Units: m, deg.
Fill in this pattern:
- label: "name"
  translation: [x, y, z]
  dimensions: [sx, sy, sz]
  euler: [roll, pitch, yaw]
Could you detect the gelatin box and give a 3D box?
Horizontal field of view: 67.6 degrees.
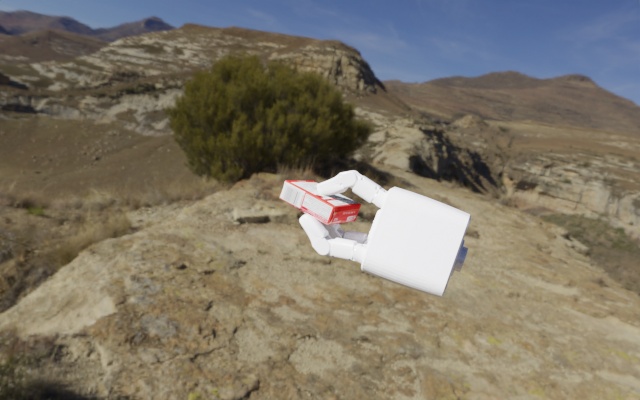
- label: "gelatin box"
  translation: [0.000, 0.002, 0.658]
  dimensions: [0.089, 0.030, 0.073]
  euler: [28, 16, 27]
